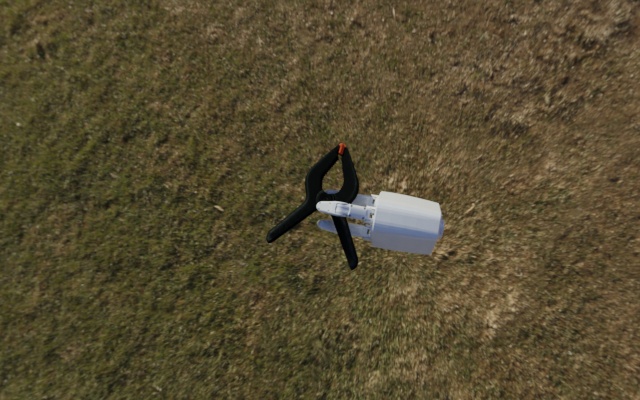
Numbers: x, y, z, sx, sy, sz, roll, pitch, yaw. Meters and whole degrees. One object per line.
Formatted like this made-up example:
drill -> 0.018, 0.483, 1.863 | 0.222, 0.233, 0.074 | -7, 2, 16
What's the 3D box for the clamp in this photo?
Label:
clamp -> 0.000, 0.002, 0.825 | 0.164, 0.210, 0.036 | 10, -4, 8
